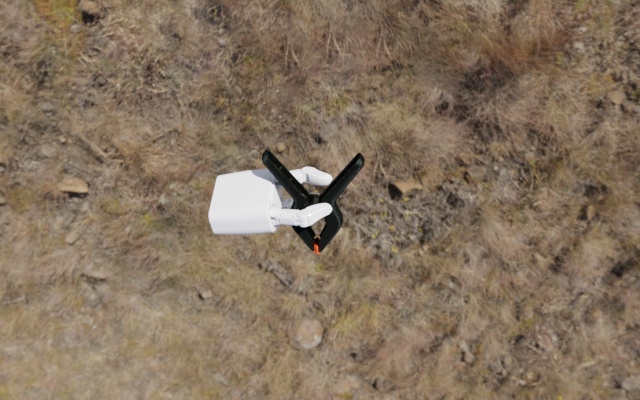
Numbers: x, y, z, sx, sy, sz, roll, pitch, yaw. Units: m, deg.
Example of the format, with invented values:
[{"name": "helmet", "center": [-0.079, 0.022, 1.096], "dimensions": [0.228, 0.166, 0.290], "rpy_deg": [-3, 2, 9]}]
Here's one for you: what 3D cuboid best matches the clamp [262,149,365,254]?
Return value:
[{"name": "clamp", "center": [0.000, 0.004, 0.807], "dimensions": [0.164, 0.210, 0.036], "rpy_deg": [-2, 35, 12]}]
